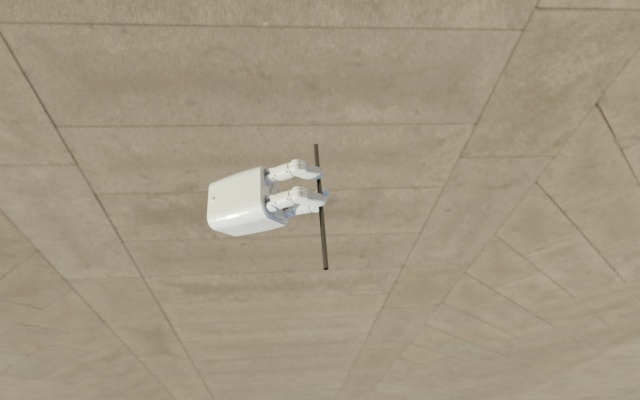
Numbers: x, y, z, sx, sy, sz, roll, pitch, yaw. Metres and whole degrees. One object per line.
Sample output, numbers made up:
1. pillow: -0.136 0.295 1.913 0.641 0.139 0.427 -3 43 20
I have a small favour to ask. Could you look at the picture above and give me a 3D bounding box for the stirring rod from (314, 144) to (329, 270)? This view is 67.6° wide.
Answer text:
1. stirring rod: 0.000 0.003 0.787 0.011 0.239 0.011 -3 -32 -2
